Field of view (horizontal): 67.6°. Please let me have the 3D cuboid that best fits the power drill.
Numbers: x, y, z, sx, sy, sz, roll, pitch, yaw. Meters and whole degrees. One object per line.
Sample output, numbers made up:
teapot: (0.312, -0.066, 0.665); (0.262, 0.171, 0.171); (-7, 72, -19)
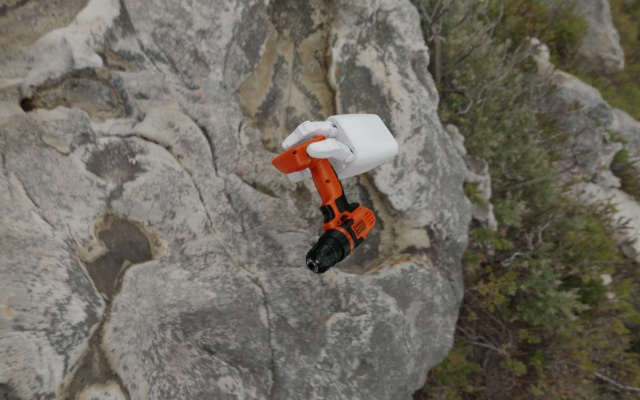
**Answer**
power drill: (0.000, 0.002, 0.746); (0.057, 0.187, 0.184); (-23, 8, 35)
